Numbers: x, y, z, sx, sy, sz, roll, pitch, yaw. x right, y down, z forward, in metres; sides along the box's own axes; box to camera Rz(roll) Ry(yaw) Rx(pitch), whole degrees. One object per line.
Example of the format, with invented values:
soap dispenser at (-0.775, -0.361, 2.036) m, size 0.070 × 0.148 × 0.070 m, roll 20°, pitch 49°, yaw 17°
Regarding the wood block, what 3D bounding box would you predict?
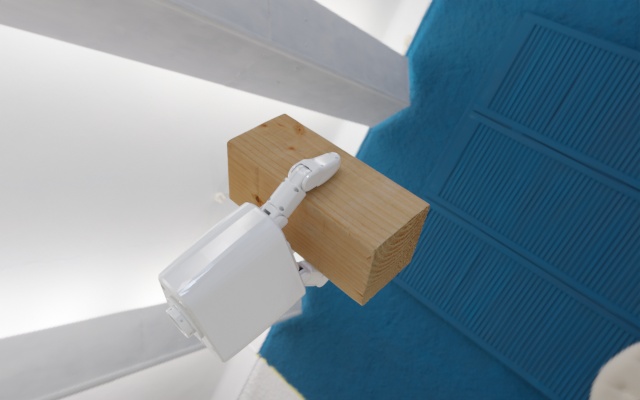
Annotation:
wood block at (0.000, 0.002, 0.516) m, size 0.206 × 0.091 × 0.090 m, roll 36°, pitch 50°, yaw 27°
